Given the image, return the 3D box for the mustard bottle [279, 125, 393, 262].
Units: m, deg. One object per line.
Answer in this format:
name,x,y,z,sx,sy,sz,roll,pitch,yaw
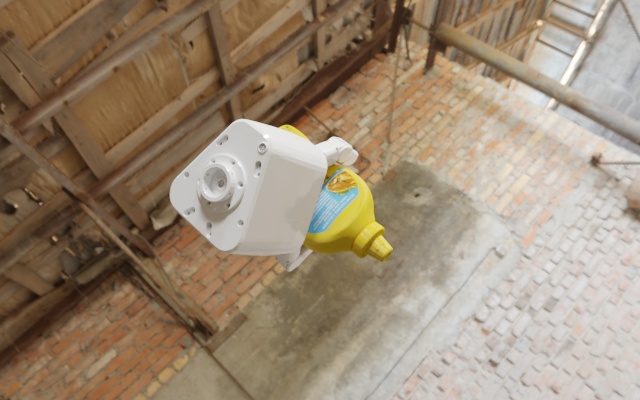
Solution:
mustard bottle,0.000,0.002,0.528,0.191,0.096,0.058,38,-13,22
